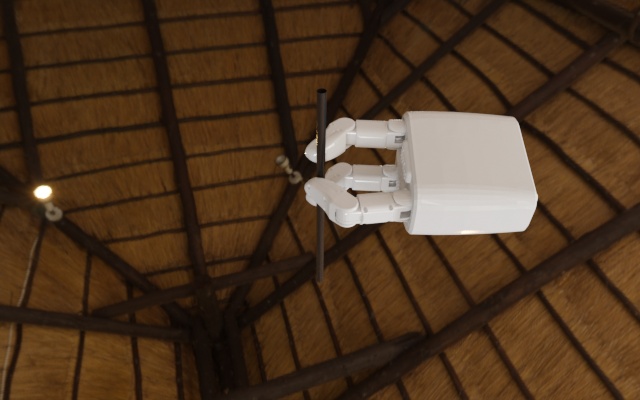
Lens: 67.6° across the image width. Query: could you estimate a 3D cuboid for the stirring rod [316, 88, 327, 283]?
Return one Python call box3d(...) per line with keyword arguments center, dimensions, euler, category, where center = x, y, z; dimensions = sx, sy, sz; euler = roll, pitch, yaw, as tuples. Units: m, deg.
box3d(center=(0.000, 0.001, 0.461), dimensions=(0.011, 0.240, 0.011), euler=(0, 43, 0), category="stirring rod")
